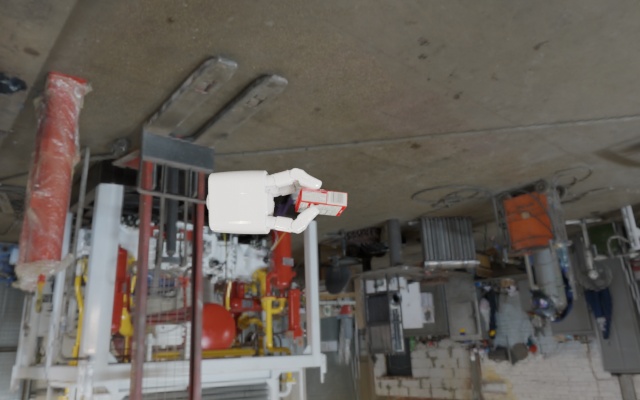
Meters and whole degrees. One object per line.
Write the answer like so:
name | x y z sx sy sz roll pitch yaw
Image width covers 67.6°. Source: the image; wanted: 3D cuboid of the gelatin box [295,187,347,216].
gelatin box | 0.000 0.003 0.897 0.089 0.030 0.073 7 -17 -7
